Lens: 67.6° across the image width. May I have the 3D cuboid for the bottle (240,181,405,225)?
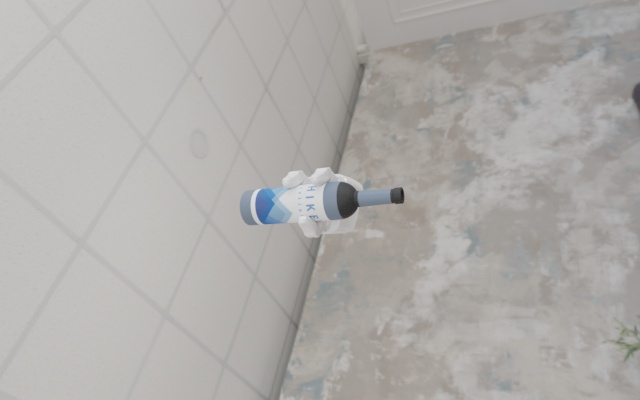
[{"bbox_3d":[0.000,0.003,0.841,0.296,0.069,0.069,-5,-2,24],"label":"bottle"}]
